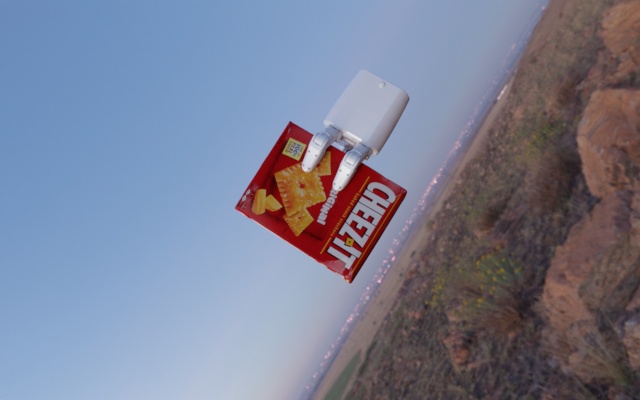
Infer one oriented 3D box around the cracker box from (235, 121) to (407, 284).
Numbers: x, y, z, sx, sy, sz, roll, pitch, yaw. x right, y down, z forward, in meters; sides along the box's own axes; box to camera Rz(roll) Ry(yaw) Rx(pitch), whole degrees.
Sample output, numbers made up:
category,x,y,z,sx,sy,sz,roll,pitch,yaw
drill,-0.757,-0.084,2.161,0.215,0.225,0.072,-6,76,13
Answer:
category,x,y,z,sx,sy,sz,roll,pitch,yaw
cracker box,0.000,0.002,0.741,0.213,0.164,0.072,32,-6,9
